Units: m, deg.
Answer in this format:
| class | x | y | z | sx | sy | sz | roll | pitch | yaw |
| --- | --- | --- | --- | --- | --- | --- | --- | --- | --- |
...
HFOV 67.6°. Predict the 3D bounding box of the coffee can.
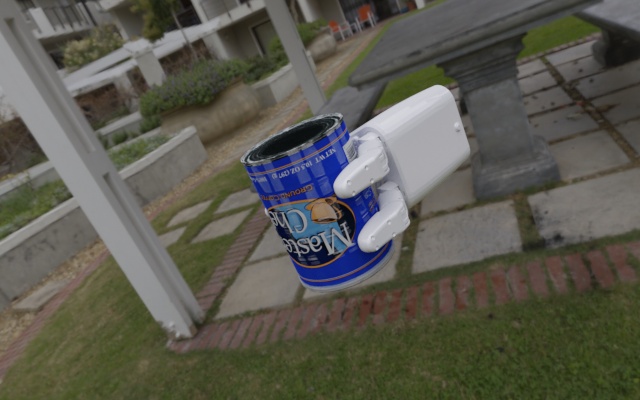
| class | x | y | z | sx | sy | sz | roll | pitch | yaw |
| --- | --- | --- | --- | --- | --- | --- | --- | --- | --- |
| coffee can | 0.000 | 0.002 | 0.460 | 0.103 | 0.140 | 0.102 | -21 | 20 | 8 |
